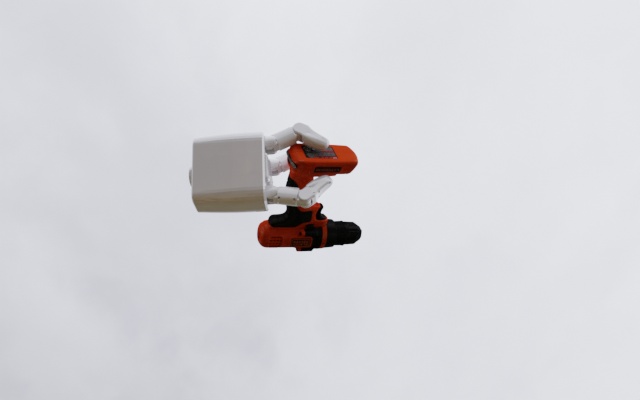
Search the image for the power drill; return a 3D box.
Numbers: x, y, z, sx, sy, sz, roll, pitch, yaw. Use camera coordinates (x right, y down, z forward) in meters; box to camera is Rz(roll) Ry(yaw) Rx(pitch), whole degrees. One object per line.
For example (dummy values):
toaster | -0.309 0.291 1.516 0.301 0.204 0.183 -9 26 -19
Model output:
power drill | 0.000 0.002 0.767 0.184 0.188 0.057 -1 36 -23
